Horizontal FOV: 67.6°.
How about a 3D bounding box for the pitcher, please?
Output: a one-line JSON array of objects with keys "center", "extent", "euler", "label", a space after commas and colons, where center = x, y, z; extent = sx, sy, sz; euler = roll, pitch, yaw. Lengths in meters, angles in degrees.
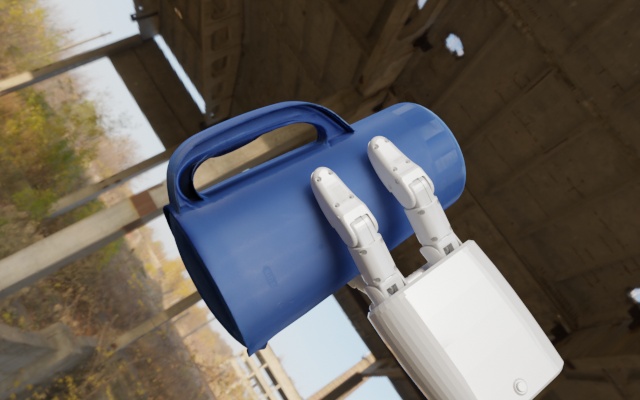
[{"center": [0.000, 0.001, 0.403], "extent": [0.243, 0.145, 0.149], "euler": [-30, -17, -21], "label": "pitcher"}]
